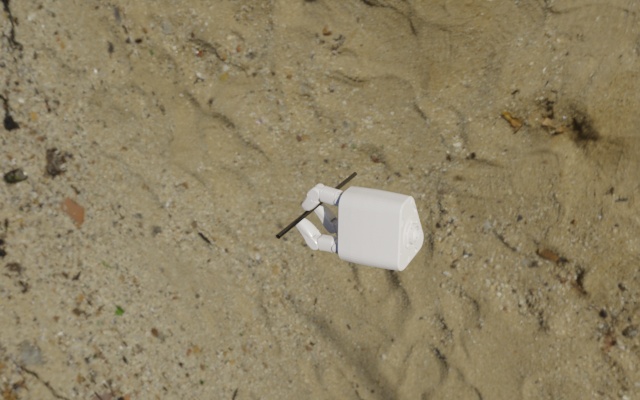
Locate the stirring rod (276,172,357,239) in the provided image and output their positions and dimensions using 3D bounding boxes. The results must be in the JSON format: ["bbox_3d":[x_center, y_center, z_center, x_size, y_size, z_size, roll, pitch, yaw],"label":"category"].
[{"bbox_3d":[0.000,0.003,0.828,0.011,0.011,0.239,0,27,38],"label":"stirring rod"}]
